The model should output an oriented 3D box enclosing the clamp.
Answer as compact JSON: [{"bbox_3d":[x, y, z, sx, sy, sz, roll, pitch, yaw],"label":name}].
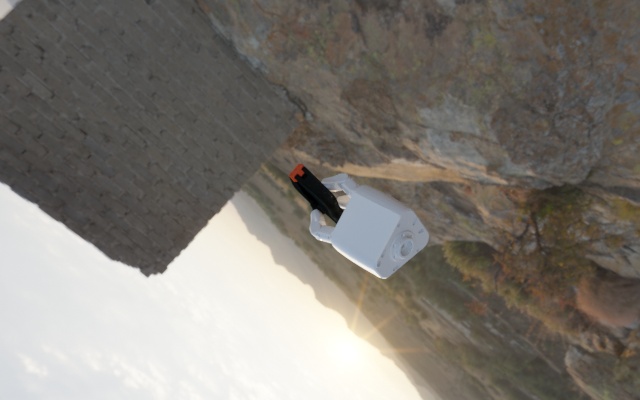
[{"bbox_3d":[-0.001,0.003,0.859,0.164,0.036,0.210,27,-16,48],"label":"clamp"}]
